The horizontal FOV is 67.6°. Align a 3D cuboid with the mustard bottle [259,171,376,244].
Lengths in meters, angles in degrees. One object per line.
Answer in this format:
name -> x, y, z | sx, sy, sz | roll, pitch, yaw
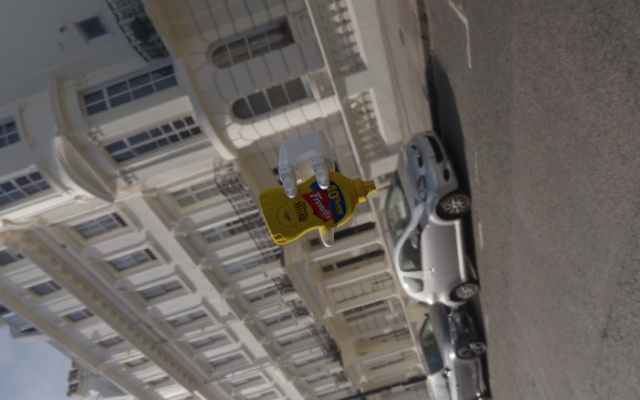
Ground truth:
mustard bottle -> 0.000, 0.003, 0.805 | 0.191, 0.096, 0.058 | -18, 12, 6
